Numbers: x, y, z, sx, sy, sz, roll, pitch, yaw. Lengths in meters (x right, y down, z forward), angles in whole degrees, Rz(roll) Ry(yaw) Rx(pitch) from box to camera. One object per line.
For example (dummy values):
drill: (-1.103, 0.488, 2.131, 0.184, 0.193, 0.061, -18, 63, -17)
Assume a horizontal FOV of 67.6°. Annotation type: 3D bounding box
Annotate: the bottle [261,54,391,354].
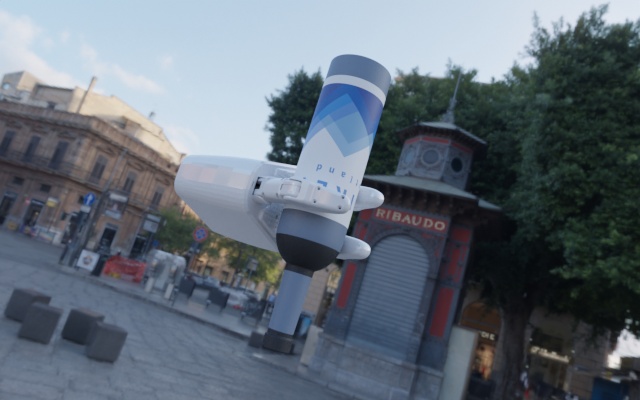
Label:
bottle: (0.000, 0.001, 0.475, 0.069, 0.295, 0.069, 16, -11, 3)
